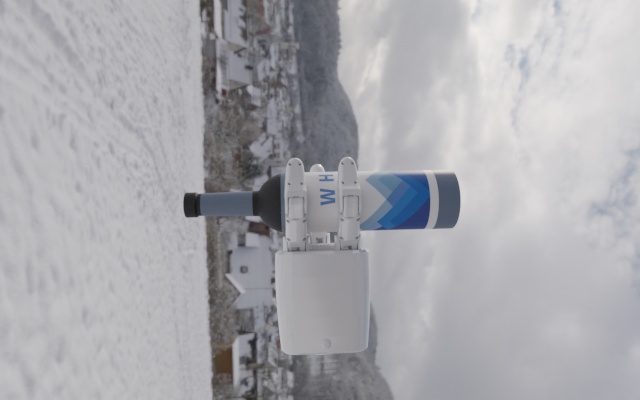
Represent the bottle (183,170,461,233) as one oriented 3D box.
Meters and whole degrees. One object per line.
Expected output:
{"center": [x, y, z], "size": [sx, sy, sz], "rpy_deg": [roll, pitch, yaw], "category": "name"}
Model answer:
{"center": [0.000, 0.002, 0.529], "size": [0.296, 0.069, 0.069], "rpy_deg": [-1, 0, -4], "category": "bottle"}
